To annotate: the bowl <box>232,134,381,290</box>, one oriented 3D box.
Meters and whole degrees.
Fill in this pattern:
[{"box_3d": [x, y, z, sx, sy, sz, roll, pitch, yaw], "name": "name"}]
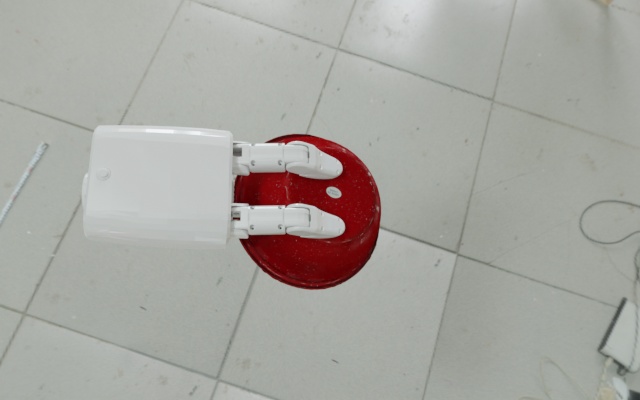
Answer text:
[{"box_3d": [0.001, 0.001, 0.458, 0.162, 0.162, 0.055, 0, -16, -25], "name": "bowl"}]
